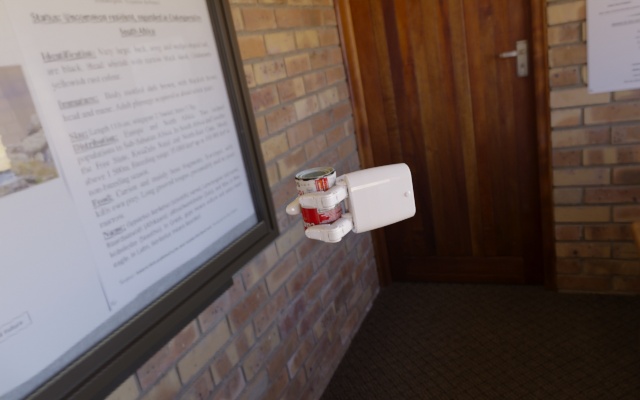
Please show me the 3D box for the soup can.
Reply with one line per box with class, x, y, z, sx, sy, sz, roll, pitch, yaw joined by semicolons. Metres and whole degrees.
soup can;0.000;0.002;0.781;0.068;0.102;0.068;-10;17;3
